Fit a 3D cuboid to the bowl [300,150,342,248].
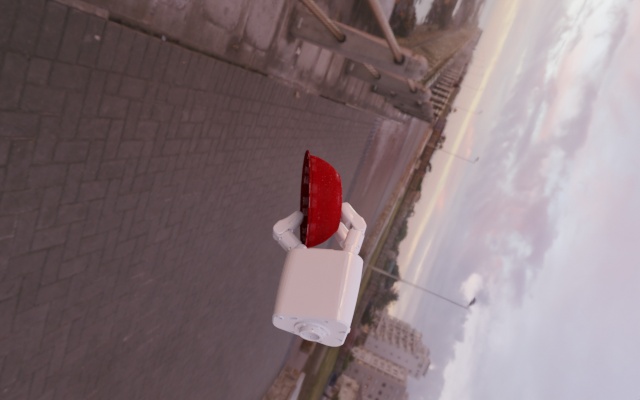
[{"bbox_3d":[0.001,0.001,0.754,0.055,0.162,0.162,2,0,-7],"label":"bowl"}]
